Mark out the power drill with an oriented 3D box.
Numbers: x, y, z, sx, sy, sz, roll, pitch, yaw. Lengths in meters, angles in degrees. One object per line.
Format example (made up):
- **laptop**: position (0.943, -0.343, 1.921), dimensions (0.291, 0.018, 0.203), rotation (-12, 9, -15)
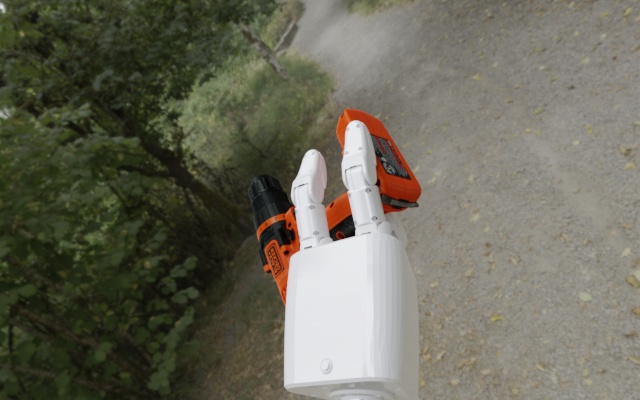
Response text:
- **power drill**: position (0.000, 0.001, 0.480), dimensions (0.057, 0.184, 0.188), rotation (6, -44, -41)
